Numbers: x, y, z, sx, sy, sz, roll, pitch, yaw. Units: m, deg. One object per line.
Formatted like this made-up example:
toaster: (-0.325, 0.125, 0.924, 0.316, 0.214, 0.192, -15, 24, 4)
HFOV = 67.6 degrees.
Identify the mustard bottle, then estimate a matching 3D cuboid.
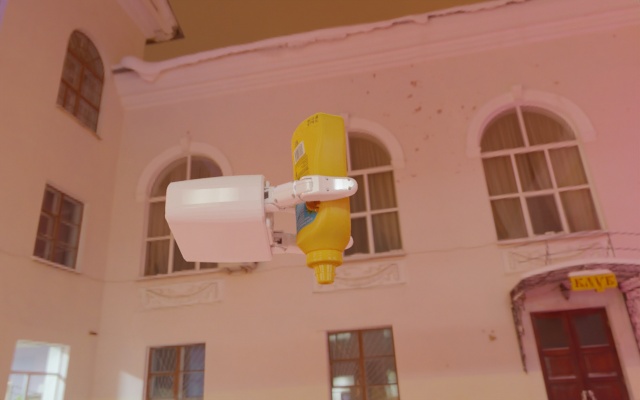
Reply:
mustard bottle: (0.000, 0.002, 0.558, 0.058, 0.191, 0.096, 7, -24, -23)
